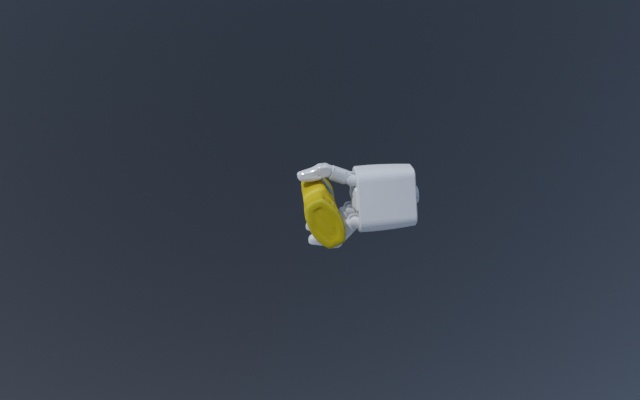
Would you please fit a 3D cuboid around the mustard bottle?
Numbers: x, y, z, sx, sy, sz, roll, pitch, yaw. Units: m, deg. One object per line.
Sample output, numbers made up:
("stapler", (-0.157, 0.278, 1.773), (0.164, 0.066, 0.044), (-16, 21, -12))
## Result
("mustard bottle", (0.000, 0.003, 0.867), (0.058, 0.096, 0.191), (-27, 23, 6))
